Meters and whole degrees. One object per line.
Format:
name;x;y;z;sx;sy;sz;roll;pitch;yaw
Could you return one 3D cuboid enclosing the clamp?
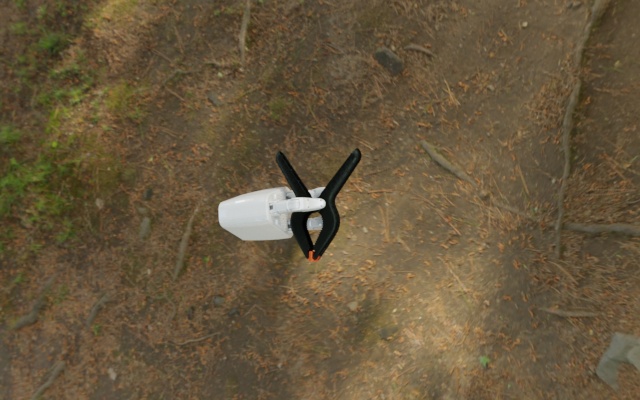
clamp;0.000;0.003;0.855;0.164;0.210;0.036;-7;-8;22
